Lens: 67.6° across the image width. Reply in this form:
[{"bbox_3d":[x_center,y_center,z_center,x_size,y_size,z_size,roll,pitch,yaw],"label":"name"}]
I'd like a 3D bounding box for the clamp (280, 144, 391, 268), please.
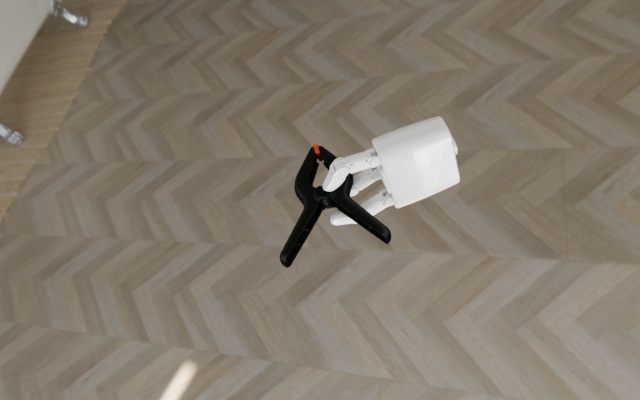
[{"bbox_3d":[0.000,0.001,0.738,0.164,0.209,0.036,-19,-35,2],"label":"clamp"}]
